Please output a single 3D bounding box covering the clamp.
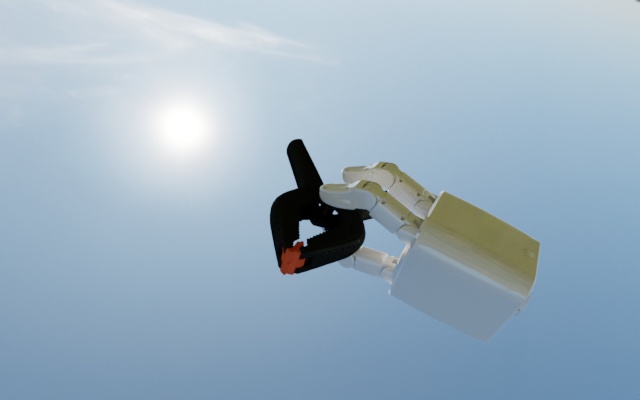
[{"bbox_3d":[0.000,0.003,0.489,0.164,0.036,0.210,27,34,15],"label":"clamp"}]
